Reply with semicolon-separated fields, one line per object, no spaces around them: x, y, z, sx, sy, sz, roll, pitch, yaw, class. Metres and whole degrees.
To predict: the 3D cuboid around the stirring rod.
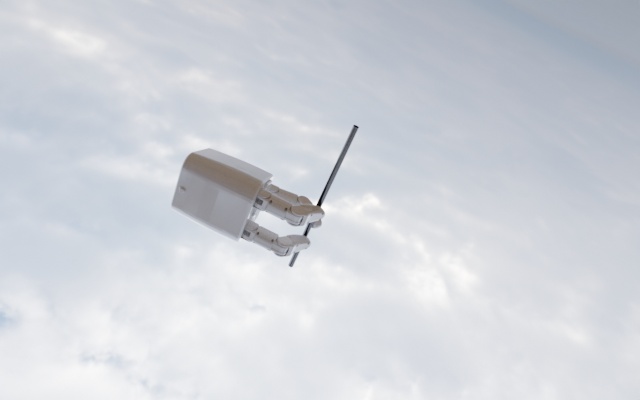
0.000;0.002;0.660;0.011;0.240;0.011;19;29;-11;stirring rod
